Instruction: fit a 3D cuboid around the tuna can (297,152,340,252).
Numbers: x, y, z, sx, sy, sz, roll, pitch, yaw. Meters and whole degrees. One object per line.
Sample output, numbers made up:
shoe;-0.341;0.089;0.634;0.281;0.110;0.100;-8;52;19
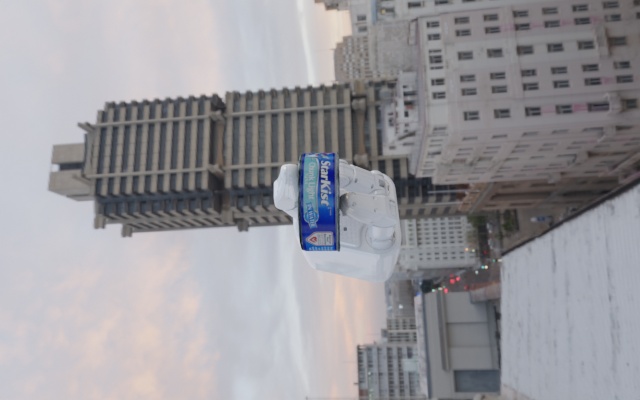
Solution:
tuna can;-0.001;0.001;0.411;0.034;0.086;0.086;-1;0;2
